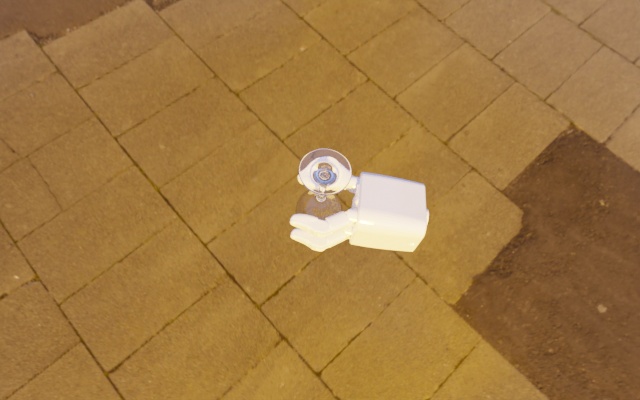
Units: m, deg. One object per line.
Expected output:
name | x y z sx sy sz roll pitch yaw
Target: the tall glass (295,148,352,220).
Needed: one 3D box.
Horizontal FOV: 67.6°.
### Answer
tall glass | 0.000 0.002 0.752 0.079 0.079 0.201 0 -26 -5
